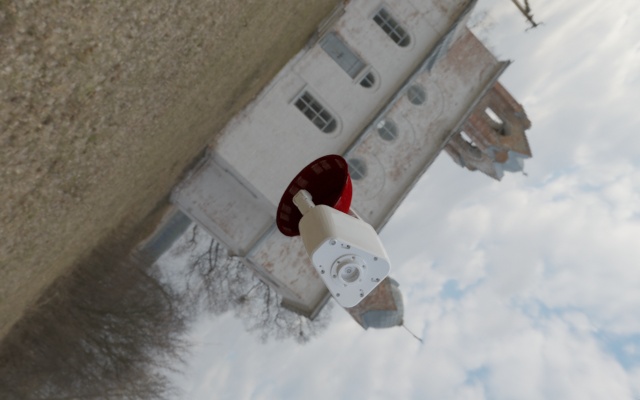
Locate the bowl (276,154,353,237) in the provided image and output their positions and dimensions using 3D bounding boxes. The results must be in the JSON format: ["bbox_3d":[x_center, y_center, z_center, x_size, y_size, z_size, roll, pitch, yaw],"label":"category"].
[{"bbox_3d":[0.000,0.002,0.806,0.055,0.162,0.162,38,-23,-32],"label":"bowl"}]
